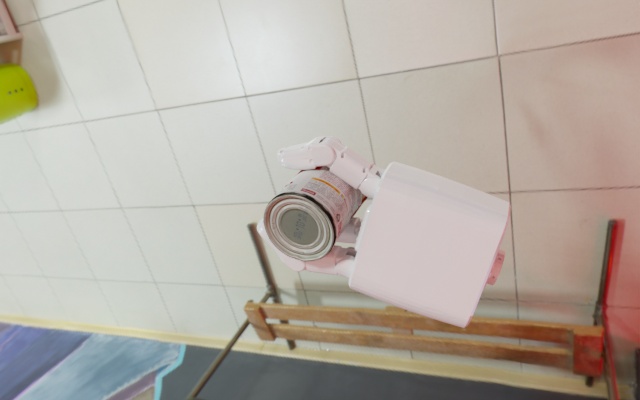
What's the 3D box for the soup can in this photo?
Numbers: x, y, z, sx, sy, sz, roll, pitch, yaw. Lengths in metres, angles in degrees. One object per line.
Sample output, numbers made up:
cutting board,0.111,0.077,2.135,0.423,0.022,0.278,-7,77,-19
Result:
soup can,0.000,0.001,0.437,0.068,0.068,0.102,0,27,25
